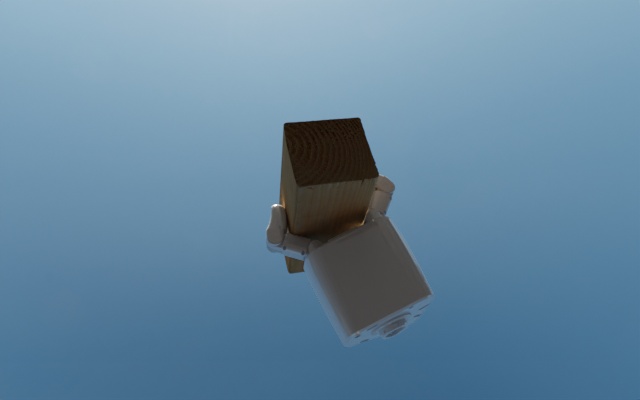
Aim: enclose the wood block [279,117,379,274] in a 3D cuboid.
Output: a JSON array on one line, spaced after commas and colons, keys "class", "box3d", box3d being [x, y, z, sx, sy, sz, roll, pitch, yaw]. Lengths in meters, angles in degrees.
[{"class": "wood block", "box3d": [0.000, 0.002, 0.594, 0.091, 0.090, 0.206, -7, -33, -11]}]
